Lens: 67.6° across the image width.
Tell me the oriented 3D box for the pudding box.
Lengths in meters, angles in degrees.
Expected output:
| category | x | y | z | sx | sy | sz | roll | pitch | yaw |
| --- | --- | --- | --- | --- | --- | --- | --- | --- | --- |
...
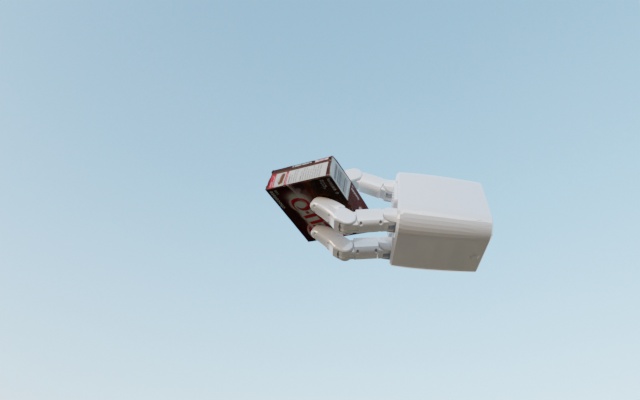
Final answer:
| category | x | y | z | sx | sy | sz | roll | pitch | yaw |
| --- | --- | --- | --- | --- | --- | --- | --- | --- | --- |
| pudding box | 0.000 | 0.002 | 0.593 | 0.090 | 0.039 | 0.114 | -12 | -48 | 27 |
